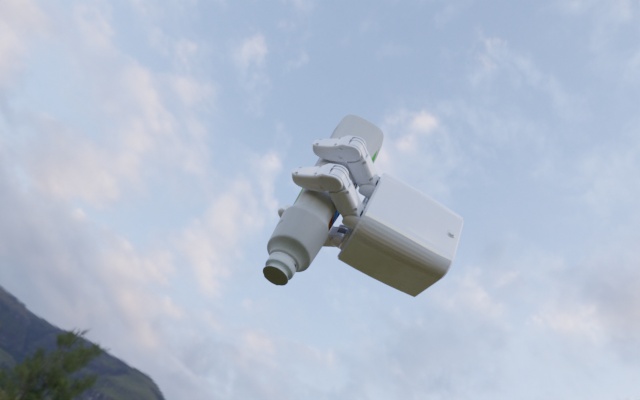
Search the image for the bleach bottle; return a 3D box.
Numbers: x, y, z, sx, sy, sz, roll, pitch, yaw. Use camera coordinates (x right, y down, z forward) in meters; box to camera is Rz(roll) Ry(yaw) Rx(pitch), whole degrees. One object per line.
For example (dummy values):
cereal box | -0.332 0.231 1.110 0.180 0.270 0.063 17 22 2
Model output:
bleach bottle | 0.000 0.002 0.558 0.068 0.103 0.250 29 46 3
